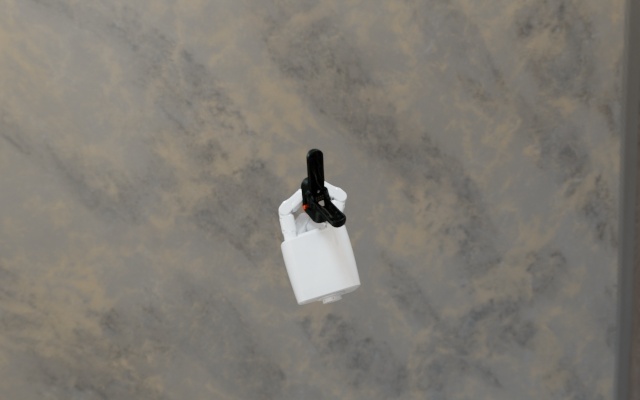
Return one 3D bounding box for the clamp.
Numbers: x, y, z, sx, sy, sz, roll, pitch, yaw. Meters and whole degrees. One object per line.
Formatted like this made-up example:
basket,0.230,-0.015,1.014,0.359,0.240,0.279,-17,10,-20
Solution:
clamp,-0.001,0.003,0.755,0.039,0.120,0.171,-13,-17,-9
